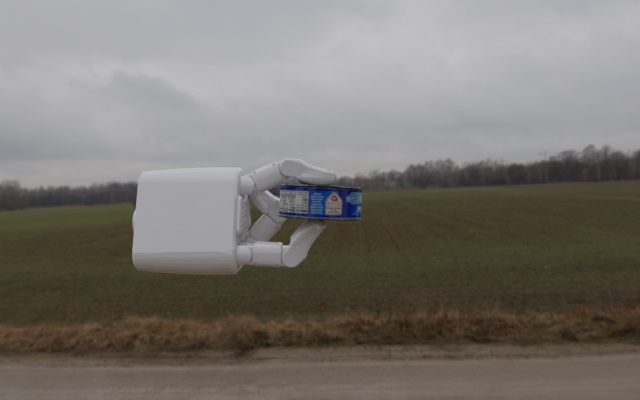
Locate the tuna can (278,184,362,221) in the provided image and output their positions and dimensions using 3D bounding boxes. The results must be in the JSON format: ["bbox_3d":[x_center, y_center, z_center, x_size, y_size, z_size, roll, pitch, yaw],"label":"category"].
[{"bbox_3d":[0.000,0.001,0.493,0.086,0.034,0.086,3,1,0],"label":"tuna can"}]
